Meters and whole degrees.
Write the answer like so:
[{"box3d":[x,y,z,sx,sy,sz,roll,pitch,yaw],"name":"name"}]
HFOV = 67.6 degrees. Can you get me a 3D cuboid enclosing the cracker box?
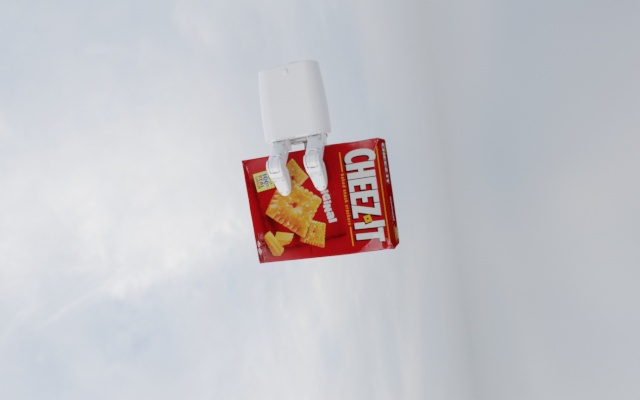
[{"box3d":[0.000,0.002,0.723,0.214,0.164,0.072,-8,3,15],"name":"cracker box"}]
